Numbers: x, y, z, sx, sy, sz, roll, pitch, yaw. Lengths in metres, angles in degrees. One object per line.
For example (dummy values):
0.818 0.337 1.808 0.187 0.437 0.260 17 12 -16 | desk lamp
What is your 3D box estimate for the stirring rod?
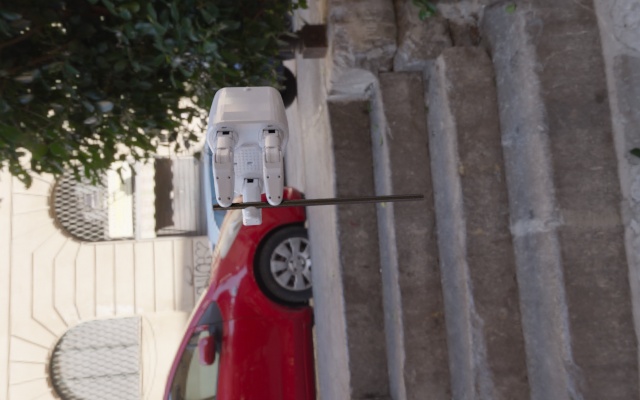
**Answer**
0.000 0.002 0.545 0.239 0.011 0.011 -3 0 -6 | stirring rod
